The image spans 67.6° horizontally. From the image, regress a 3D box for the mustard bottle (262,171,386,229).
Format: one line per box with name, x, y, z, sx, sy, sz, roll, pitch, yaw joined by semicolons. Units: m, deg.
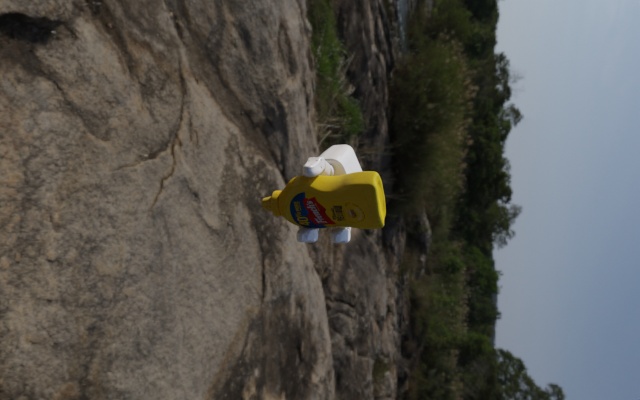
mustard bottle;0.000;0.003;0.739;0.191;0.058;0.096;-1;-44;17
